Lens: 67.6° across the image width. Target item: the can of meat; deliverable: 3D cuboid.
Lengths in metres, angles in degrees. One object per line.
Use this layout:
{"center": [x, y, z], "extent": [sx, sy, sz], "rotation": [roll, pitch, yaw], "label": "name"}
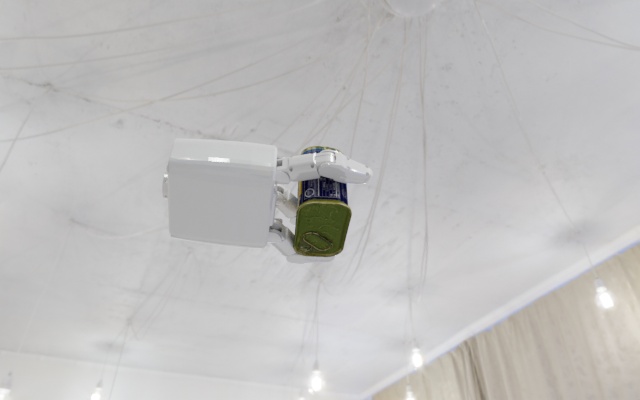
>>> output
{"center": [0.000, 0.001, 0.539], "extent": [0.057, 0.083, 0.102], "rotation": [2, -38, -5], "label": "can of meat"}
